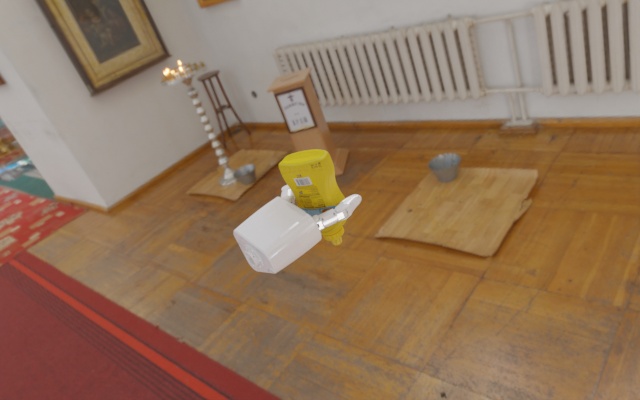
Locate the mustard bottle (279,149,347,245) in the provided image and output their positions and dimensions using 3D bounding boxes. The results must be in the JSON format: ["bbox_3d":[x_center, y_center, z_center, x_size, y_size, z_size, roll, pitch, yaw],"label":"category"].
[{"bbox_3d":[0.000,0.002,0.871,0.096,0.192,0.058,-5,32,31],"label":"mustard bottle"}]
